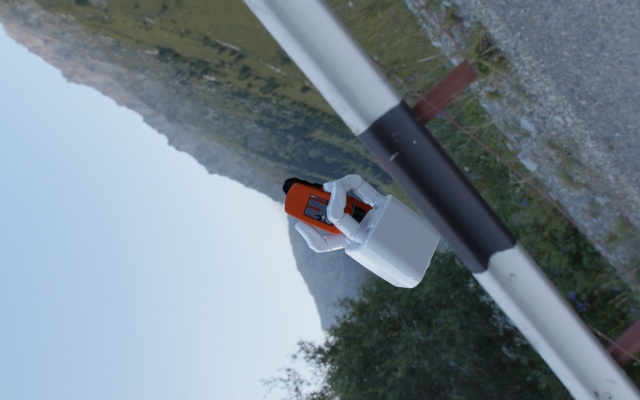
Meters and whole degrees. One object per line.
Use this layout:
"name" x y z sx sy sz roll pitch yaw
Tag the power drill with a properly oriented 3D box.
"power drill" 0.000 0.003 0.822 0.184 0.057 0.187 20 7 11
